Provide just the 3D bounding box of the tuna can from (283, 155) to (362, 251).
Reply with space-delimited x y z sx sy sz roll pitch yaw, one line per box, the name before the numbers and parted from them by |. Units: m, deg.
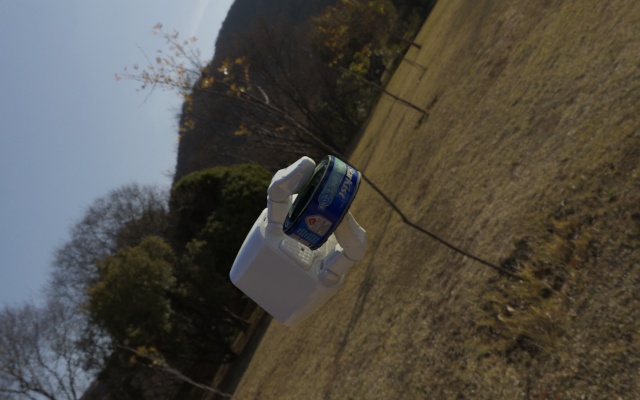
tuna can | 0.000 0.001 0.442 0.034 0.086 0.086 31 -7 -11
